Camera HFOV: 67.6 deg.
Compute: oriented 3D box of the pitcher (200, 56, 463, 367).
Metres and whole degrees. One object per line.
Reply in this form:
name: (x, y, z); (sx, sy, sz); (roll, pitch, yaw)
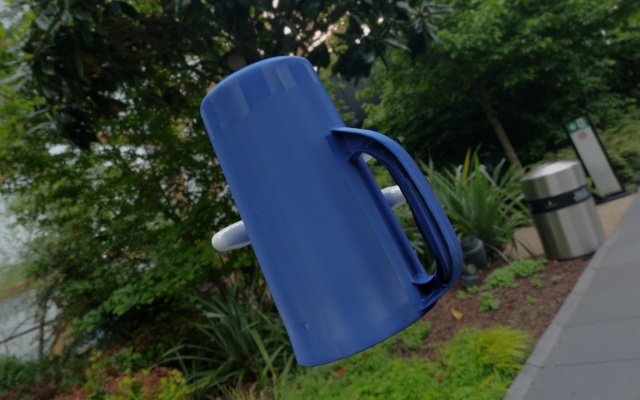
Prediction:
pitcher: (0.000, 0.001, 0.410); (0.149, 0.243, 0.145); (-25, -3, -8)
